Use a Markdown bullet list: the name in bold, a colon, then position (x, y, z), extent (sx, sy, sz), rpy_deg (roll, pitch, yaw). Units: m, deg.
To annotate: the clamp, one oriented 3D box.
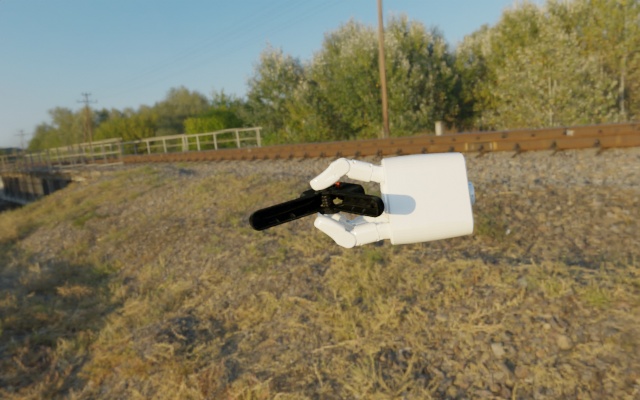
- **clamp**: position (0.000, 0.001, 0.651), extent (0.164, 0.036, 0.210), rpy_deg (-7, 9, 6)
